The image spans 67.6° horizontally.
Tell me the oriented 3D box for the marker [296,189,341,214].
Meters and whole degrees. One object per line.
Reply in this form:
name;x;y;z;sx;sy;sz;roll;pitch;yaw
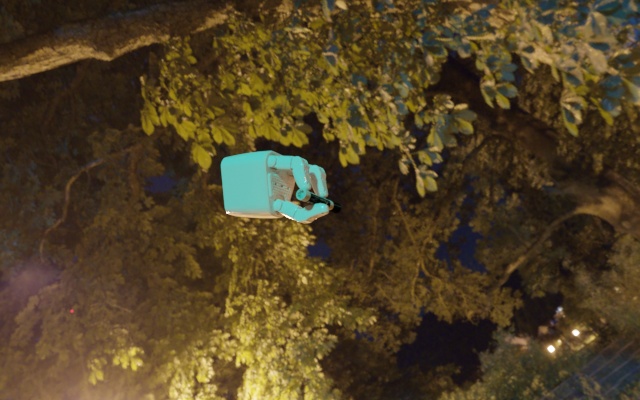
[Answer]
marker;0.000;0.003;0.804;0.020;0.020;0.121;0;-12;32
